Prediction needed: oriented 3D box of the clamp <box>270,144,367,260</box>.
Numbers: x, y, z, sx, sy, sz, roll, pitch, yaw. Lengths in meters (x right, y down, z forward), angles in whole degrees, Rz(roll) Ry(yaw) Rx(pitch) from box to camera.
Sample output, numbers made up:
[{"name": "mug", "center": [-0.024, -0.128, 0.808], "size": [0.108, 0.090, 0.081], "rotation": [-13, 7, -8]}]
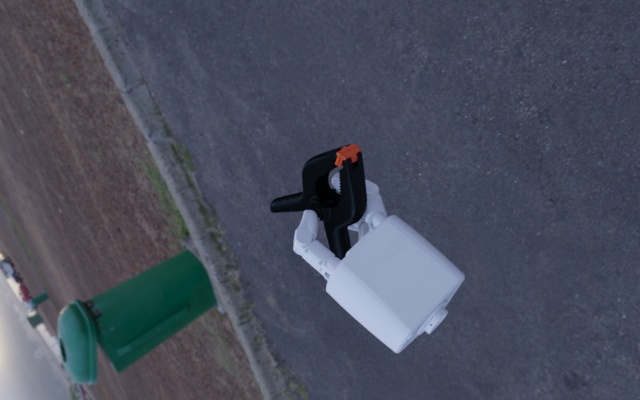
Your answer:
[{"name": "clamp", "center": [0.000, 0.002, 0.598], "size": [0.164, 0.210, 0.036], "rotation": [40, 53, 23]}]
